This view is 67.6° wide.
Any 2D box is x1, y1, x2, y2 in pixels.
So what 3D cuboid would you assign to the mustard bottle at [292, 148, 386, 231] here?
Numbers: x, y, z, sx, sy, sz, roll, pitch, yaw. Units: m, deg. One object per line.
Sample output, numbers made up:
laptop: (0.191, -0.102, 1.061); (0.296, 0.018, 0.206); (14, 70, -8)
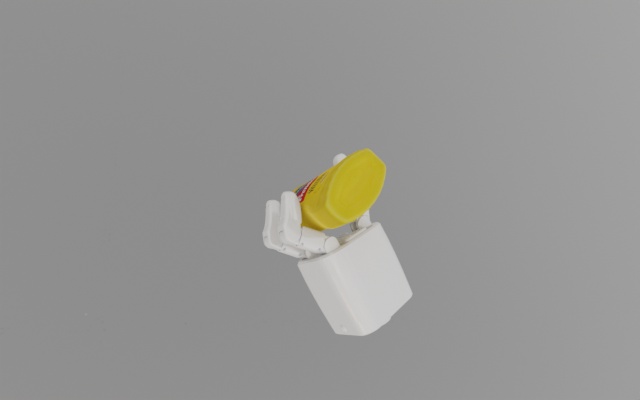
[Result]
mustard bottle: (0.000, 0.002, 0.599); (0.058, 0.096, 0.192); (41, -26, -12)
